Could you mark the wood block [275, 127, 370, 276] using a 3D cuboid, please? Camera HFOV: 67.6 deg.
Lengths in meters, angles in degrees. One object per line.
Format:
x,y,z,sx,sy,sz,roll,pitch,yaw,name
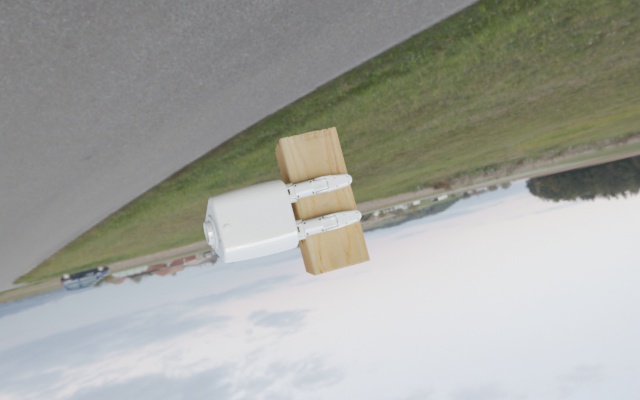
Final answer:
0.000,0.003,0.744,0.090,0.206,0.091,-14,-2,-11,wood block
